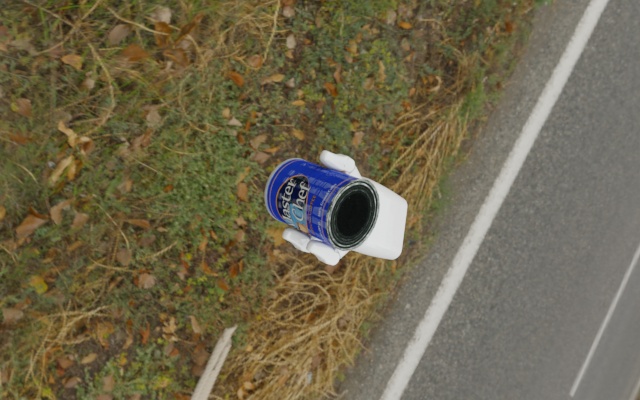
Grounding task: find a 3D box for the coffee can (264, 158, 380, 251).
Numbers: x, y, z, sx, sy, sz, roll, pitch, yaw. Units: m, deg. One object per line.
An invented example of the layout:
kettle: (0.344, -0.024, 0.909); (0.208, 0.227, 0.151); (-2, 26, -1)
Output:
coffee can: (0.000, 0.002, 0.695); (0.103, 0.103, 0.140); (0, 15, -44)
